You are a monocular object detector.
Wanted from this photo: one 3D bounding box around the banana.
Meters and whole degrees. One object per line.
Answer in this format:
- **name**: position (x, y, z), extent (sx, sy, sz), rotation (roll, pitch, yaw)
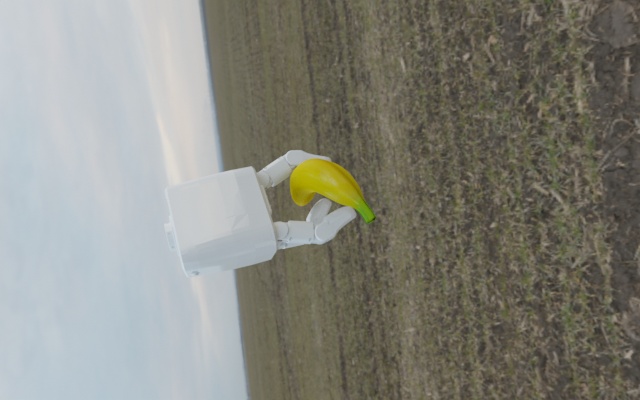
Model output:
- **banana**: position (-0.004, -0.015, 0.548), extent (0.037, 0.069, 0.198), rotation (-20, 13, -19)
